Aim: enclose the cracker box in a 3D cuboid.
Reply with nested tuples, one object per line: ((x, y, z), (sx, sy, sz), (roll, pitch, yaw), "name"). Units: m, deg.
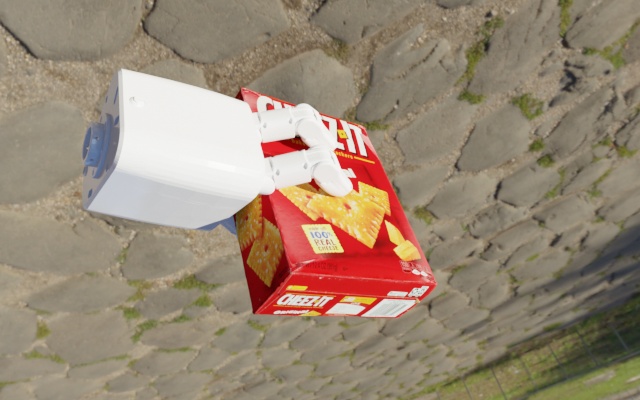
((0.000, 0.002, 0.458), (0.164, 0.213, 0.072), (11, -45, -35), "cracker box")
